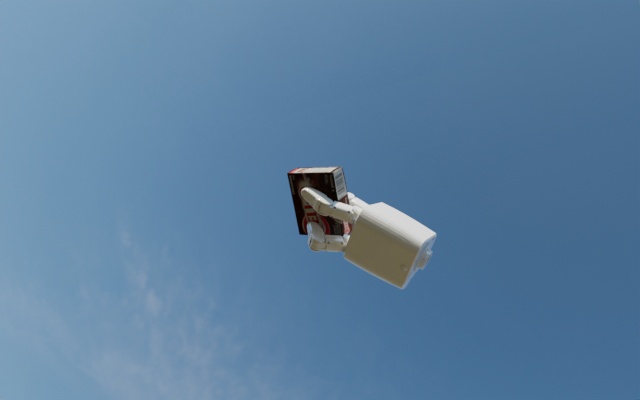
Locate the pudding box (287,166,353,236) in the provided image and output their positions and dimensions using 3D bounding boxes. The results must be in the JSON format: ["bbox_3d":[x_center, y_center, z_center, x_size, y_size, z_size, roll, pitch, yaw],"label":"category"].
[{"bbox_3d":[0.000,0.002,0.776,0.090,0.113,0.039,1,18,33],"label":"pudding box"}]
